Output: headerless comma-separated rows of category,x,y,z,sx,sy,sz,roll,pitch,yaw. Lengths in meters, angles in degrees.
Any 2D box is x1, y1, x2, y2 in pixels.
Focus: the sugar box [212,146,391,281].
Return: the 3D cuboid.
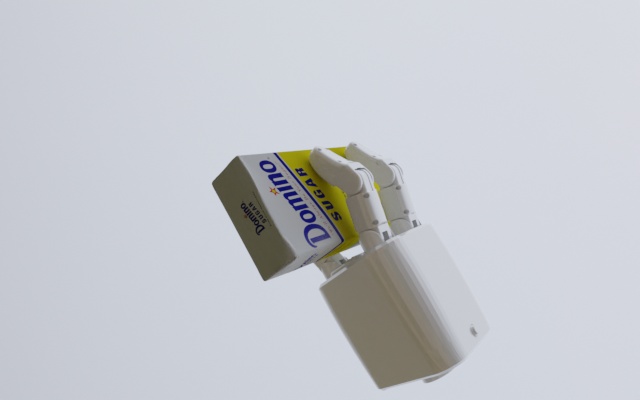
sugar box,0.001,0.001,0.423,0.048,0.093,0.176,-40,-15,33
